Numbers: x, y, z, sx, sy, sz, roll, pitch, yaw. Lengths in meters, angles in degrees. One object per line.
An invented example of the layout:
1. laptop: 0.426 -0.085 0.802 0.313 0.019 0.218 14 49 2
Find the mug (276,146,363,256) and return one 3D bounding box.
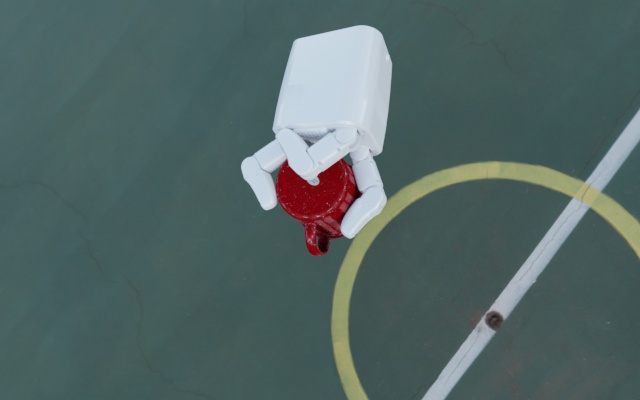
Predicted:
1. mug: 0.000 0.003 0.522 0.093 0.117 0.081 5 -12 20
